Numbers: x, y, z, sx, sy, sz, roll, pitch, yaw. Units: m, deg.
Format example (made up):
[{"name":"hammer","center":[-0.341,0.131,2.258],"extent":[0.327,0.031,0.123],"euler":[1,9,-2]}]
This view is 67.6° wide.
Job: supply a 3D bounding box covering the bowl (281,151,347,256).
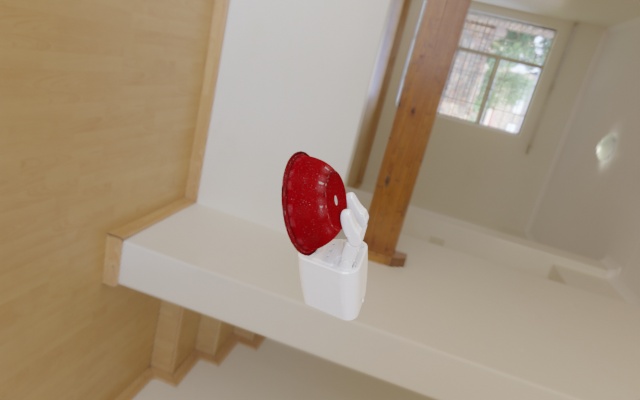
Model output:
[{"name":"bowl","center":[0.000,0.001,0.726],"extent":[0.055,0.162,0.162],"euler":[-5,-2,22]}]
